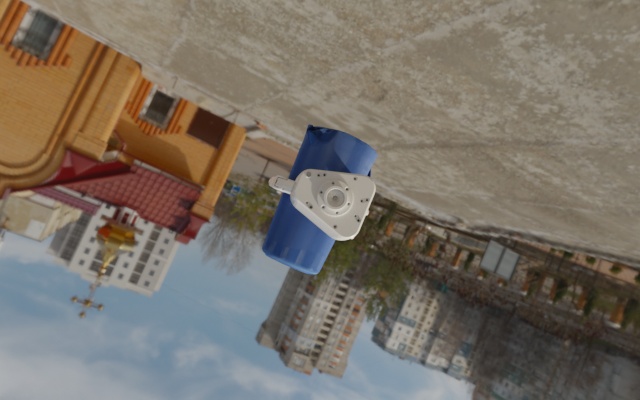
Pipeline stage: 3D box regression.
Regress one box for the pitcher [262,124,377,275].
[{"bbox_3d":[0.000,0.003,0.838,0.149,0.243,0.145,24,-4,-5],"label":"pitcher"}]
